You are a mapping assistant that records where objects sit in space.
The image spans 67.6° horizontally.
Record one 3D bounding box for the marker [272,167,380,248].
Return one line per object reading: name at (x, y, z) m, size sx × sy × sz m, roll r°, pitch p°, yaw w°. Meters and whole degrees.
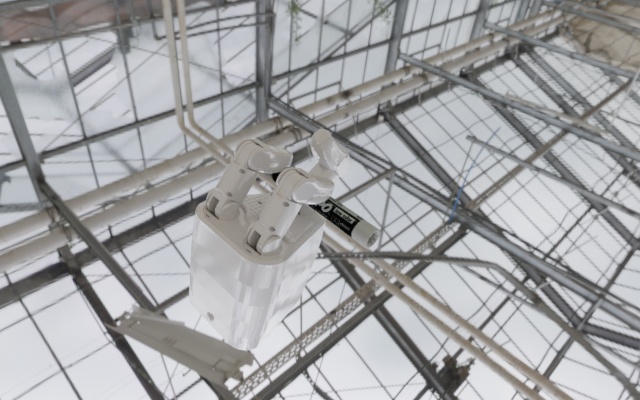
marker at (0.000, 0.001, 0.415) m, size 0.121 × 0.020 × 0.020 m, roll 35°, pitch 20°, yaw 31°
